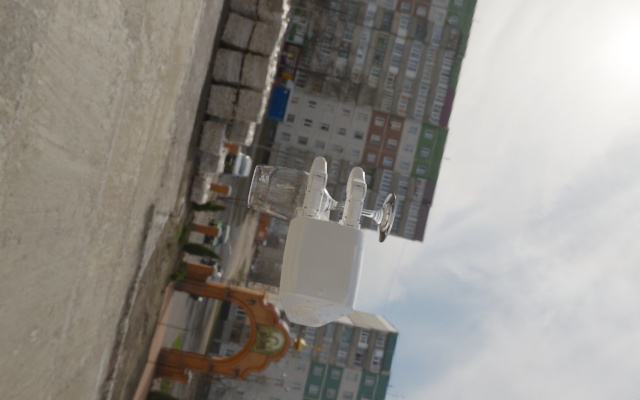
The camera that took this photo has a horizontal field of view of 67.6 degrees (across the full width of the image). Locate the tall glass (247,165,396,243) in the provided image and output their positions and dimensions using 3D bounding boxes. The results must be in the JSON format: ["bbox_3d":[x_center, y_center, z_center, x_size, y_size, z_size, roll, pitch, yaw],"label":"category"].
[{"bbox_3d":[0.001,0.002,0.680,0.201,0.079,0.079,14,-2,-6],"label":"tall glass"}]
